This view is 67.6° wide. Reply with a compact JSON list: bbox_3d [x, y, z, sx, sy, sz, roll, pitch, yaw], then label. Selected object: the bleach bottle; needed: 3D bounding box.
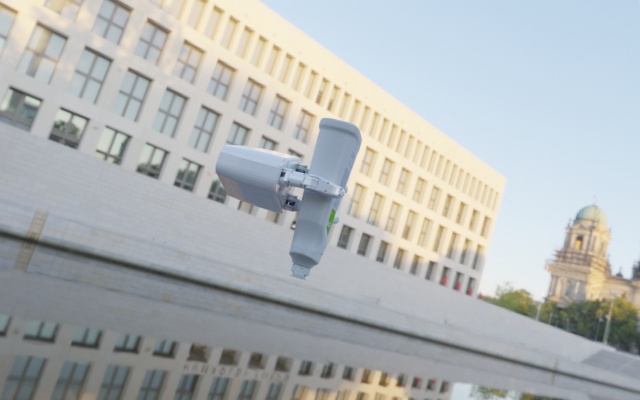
[{"bbox_3d":[0.000,0.002,0.764,0.068,0.251,0.102,15,-8,14],"label":"bleach bottle"}]
